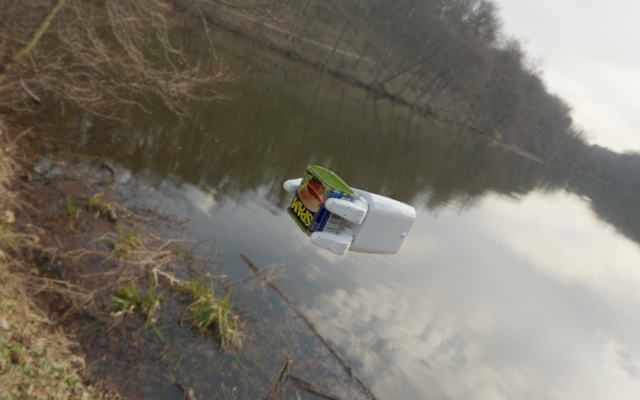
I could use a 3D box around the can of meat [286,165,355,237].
[{"bbox_3d":[0.000,0.002,0.737,0.057,0.084,0.102,14,19,-34],"label":"can of meat"}]
